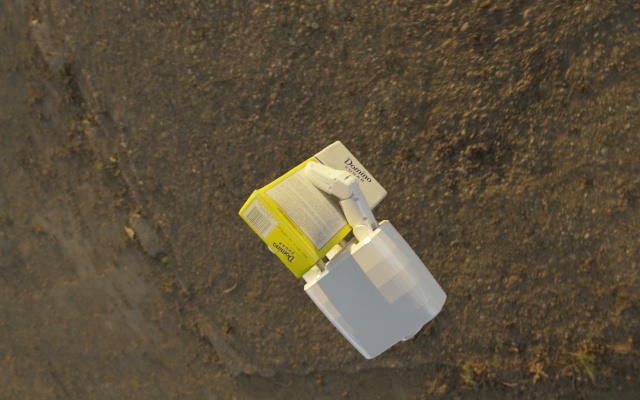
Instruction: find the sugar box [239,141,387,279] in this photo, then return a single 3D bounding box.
[{"bbox_3d":[0.000,0.002,0.534,0.048,0.093,0.176,-45,-5,35],"label":"sugar box"}]
